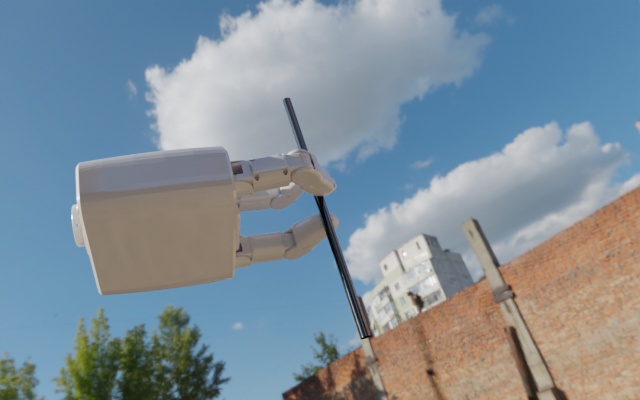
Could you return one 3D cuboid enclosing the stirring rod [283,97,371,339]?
[{"bbox_3d":[0.000,0.001,0.410,0.011,0.239,0.011,-14,-29,-8],"label":"stirring rod"}]
